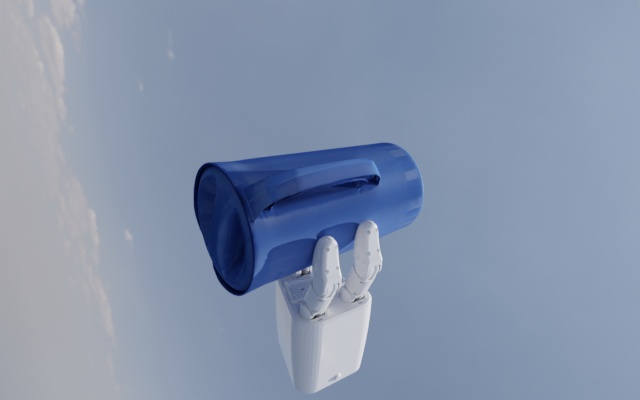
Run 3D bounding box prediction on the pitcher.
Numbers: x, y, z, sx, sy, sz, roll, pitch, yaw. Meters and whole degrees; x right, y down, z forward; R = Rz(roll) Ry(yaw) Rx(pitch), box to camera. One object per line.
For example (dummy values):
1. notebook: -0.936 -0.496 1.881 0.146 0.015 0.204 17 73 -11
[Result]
1. pitcher: 0.000 0.002 0.518 0.243 0.145 0.149 -15 30 -33
